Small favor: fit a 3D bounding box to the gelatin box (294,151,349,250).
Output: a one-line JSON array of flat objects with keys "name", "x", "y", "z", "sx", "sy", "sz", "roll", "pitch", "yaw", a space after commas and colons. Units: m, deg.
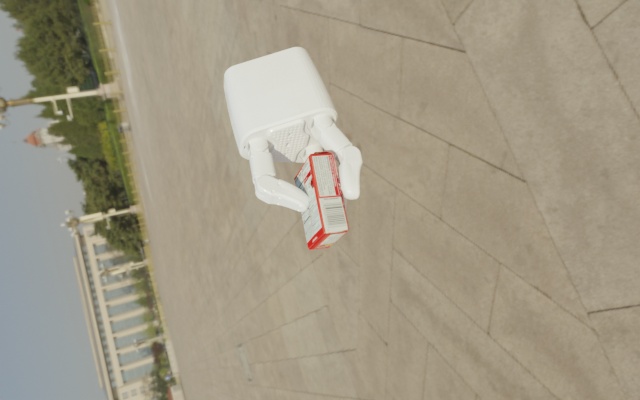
[{"name": "gelatin box", "x": 0.000, "y": 0.002, "z": 0.515, "sx": 0.030, "sy": 0.089, "sz": 0.073, "roll": -6, "pitch": -17, "yaw": -17}]
